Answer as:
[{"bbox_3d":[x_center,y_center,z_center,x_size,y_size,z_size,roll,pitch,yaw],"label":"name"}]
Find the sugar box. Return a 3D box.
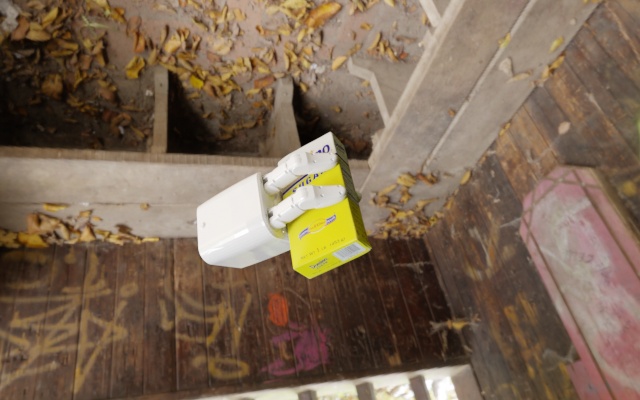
[{"bbox_3d":[0.000,0.002,0.621,0.093,0.176,0.048,-27,-37,19],"label":"sugar box"}]
